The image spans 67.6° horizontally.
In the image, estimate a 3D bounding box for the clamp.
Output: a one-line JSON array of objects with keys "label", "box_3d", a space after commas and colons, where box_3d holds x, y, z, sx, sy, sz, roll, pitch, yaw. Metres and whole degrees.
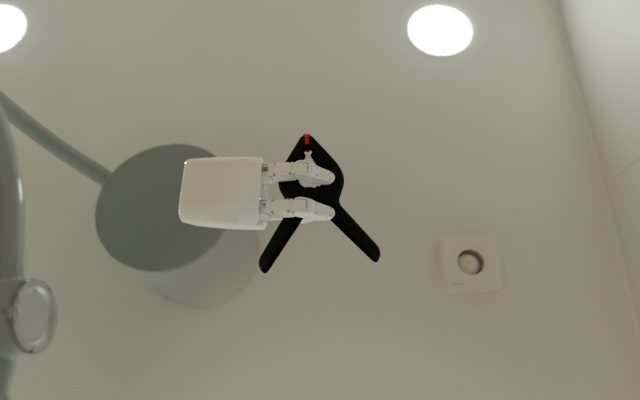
[{"label": "clamp", "box_3d": [0.000, 0.002, 0.681, 0.164, 0.210, 0.036, 2, -23, -2]}]
